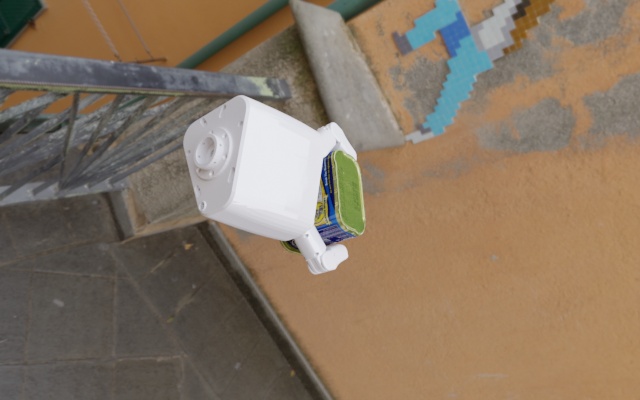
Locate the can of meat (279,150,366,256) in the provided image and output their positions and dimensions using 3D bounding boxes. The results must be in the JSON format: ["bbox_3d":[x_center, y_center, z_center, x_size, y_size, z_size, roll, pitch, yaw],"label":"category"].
[{"bbox_3d":[0.000,0.002,0.537,0.084,0.102,0.057,-21,-28,33],"label":"can of meat"}]
